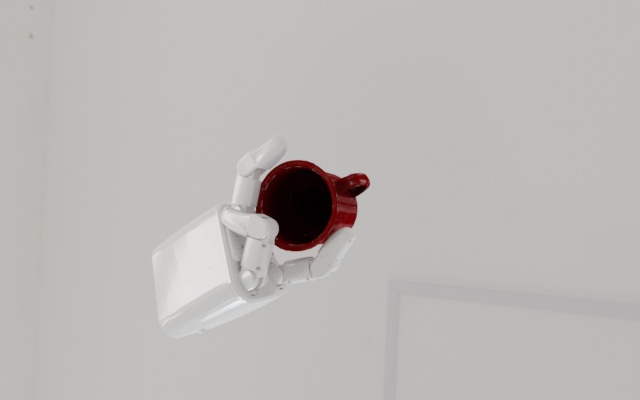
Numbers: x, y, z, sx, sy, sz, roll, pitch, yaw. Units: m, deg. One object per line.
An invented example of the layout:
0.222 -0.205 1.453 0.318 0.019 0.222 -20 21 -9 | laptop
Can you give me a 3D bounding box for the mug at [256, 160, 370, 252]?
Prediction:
0.001 0.001 0.512 0.117 0.093 0.081 -30 -15 20 | mug
